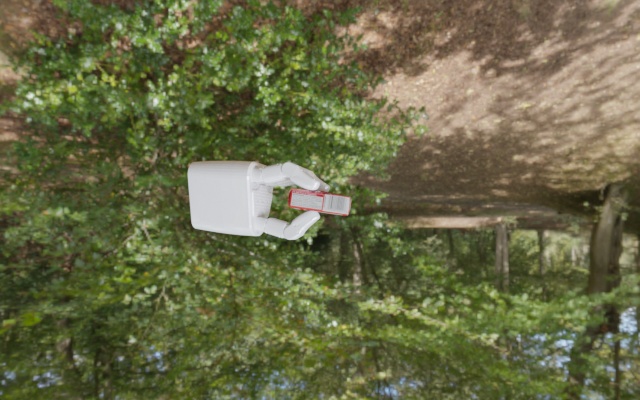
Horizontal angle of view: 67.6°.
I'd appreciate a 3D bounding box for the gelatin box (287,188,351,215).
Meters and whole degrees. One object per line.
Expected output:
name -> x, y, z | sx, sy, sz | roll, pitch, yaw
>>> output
gelatin box -> 0.000, 0.003, 0.707 | 0.089, 0.030, 0.073 | 8, -2, 4
